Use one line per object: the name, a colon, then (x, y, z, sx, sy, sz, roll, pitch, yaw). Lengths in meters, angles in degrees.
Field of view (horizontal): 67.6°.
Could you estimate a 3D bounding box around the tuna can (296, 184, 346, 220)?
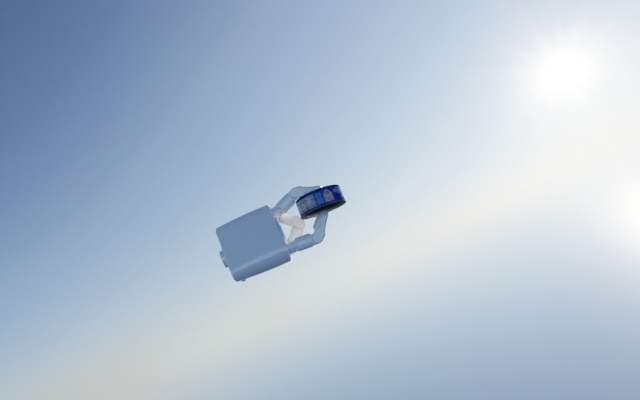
tuna can: (0.000, 0.002, 0.846, 0.086, 0.033, 0.086, -21, -10, -4)
